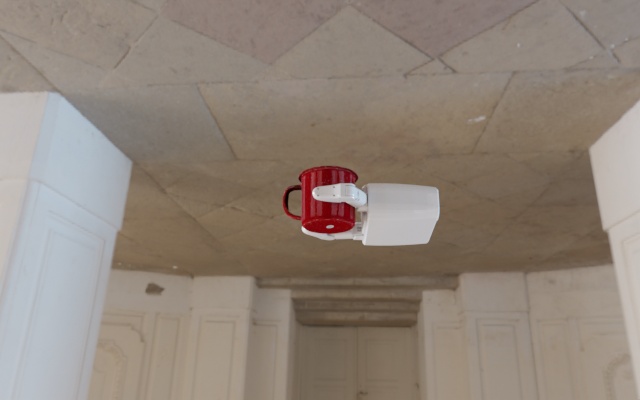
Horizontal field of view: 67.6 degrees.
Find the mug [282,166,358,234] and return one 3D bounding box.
[{"bbox_3d":[-0.001,0.003,0.729,0.117,0.081,0.093,-1,-20,2],"label":"mug"}]
